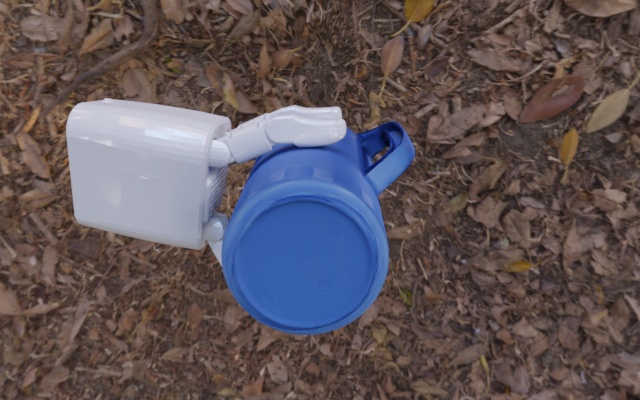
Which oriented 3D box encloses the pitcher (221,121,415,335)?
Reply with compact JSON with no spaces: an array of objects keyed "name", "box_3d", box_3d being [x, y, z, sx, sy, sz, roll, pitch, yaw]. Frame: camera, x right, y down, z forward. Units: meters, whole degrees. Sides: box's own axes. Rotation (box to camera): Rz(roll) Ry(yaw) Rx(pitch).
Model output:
[{"name":"pitcher","box_3d":[0.000,0.001,0.410,0.145,0.149,0.242,12,16,-3]}]
